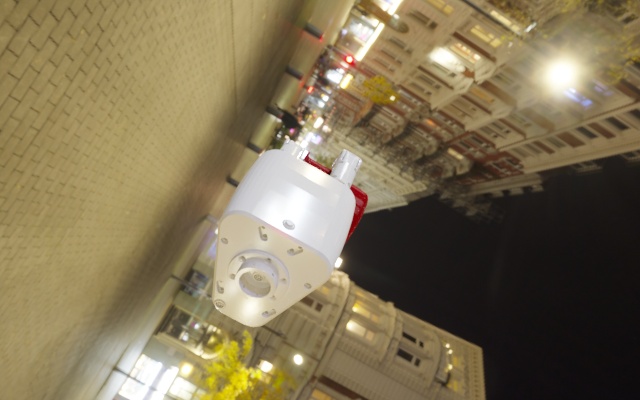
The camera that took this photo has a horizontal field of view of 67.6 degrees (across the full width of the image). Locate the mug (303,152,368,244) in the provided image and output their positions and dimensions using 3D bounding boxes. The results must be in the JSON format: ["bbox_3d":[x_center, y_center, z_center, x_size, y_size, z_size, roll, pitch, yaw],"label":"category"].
[{"bbox_3d":[0.001,0.001,0.525,0.081,0.093,0.117,31,34,-5],"label":"mug"}]
